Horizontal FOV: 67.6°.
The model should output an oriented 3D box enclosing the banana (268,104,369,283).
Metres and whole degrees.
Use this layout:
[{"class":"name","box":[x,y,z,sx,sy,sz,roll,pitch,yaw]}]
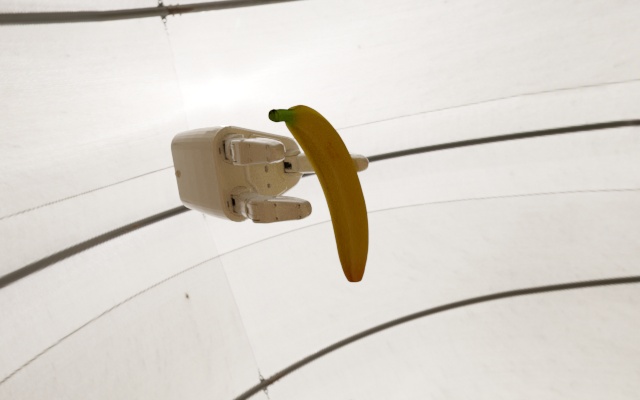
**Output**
[{"class":"banana","box":[0.009,-0.013,0.445,0.037,0.198,0.069,5,42,43]}]
